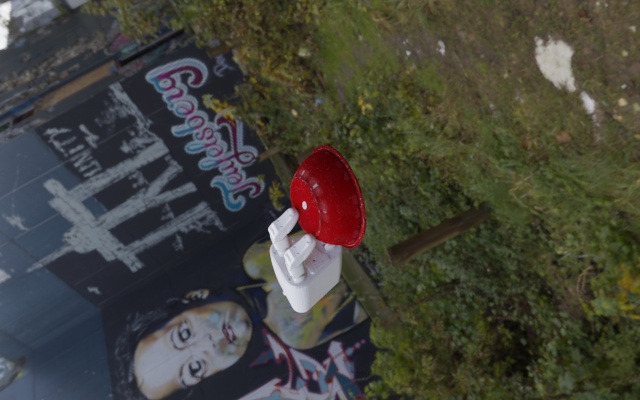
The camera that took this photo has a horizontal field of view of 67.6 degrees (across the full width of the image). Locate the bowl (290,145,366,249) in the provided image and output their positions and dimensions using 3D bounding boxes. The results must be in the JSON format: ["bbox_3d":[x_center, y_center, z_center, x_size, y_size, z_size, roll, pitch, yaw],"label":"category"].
[{"bbox_3d":[0.000,0.001,0.704,0.055,0.162,0.162,-18,8,-25],"label":"bowl"}]
